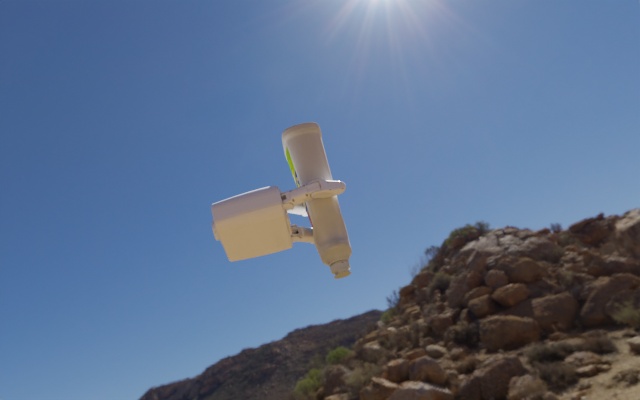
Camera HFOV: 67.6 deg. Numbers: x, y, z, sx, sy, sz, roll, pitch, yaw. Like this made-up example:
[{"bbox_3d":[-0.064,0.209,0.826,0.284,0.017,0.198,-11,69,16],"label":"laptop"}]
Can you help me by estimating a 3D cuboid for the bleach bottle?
[{"bbox_3d":[0.000,0.003,0.776,0.068,0.250,0.103,-15,-25,-6],"label":"bleach bottle"}]
